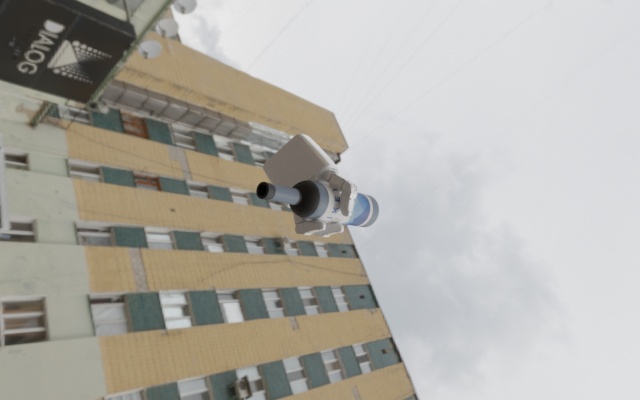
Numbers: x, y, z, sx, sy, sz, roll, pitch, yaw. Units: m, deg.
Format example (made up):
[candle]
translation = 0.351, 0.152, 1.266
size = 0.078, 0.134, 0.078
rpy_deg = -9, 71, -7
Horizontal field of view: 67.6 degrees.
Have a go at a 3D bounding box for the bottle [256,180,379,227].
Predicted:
[bottle]
translation = 0.000, 0.003, 0.853
size = 0.069, 0.069, 0.296
rpy_deg = 0, -7, 38
